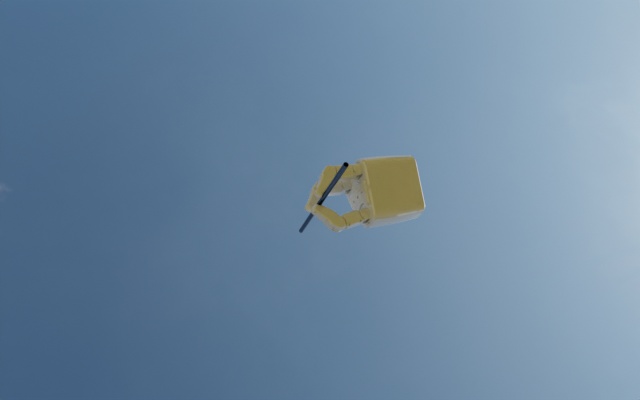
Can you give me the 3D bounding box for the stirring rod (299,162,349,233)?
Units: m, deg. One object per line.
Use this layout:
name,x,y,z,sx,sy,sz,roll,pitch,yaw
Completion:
stirring rod,0.000,0.003,0.771,0.011,0.011,0.240,0,-26,-19
